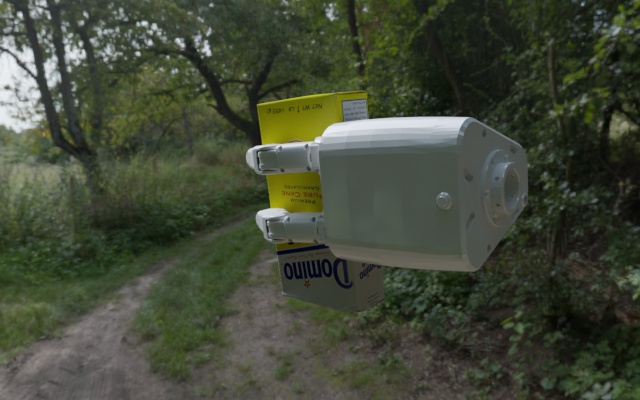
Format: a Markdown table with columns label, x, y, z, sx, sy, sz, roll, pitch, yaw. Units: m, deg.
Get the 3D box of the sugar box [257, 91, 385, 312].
| label | x | y | z | sx | sy | sz | roll | pitch | yaw |
| --- | --- | --- | --- | --- | --- | --- | --- | --- | --- |
| sugar box | 0.000 | 0.001 | 0.407 | 0.093 | 0.176 | 0.048 | 3 | 12 | 43 |
